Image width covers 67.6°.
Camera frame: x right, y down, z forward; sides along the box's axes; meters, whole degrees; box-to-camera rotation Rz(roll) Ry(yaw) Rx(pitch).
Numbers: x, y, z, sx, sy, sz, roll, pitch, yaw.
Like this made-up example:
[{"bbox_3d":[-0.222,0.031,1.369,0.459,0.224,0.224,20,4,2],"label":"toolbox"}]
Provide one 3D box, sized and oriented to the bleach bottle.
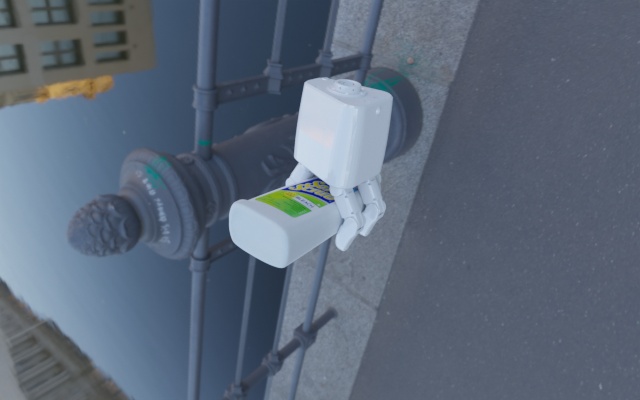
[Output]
[{"bbox_3d":[0.000,0.002,0.659,0.102,0.068,0.250,25,34,29],"label":"bleach bottle"}]
